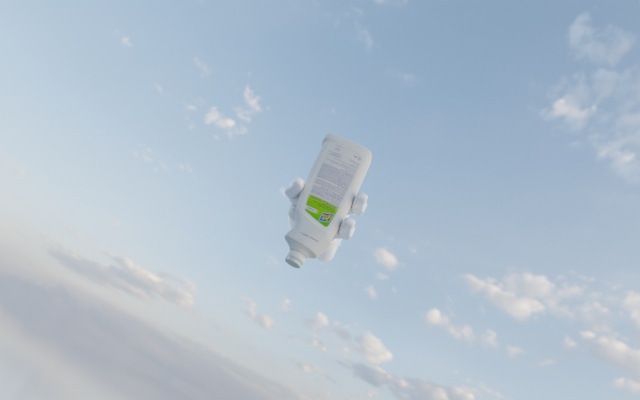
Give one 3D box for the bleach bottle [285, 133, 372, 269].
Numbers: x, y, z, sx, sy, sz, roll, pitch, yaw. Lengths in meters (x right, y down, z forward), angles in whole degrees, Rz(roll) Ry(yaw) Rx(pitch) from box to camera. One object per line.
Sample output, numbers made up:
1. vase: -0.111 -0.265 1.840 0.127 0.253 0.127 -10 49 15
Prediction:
1. bleach bottle: 0.000 0.003 0.847 0.102 0.250 0.068 24 -26 10
